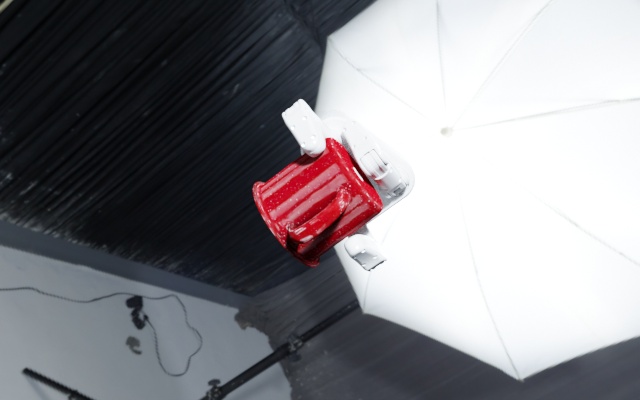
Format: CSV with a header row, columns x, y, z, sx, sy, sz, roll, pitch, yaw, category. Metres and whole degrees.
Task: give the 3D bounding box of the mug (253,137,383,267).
x,y,z,sx,sy,sz,roll,pitch,yaw,category
0.000,0.002,0.411,0.081,0.093,0.117,-36,10,13,mug
